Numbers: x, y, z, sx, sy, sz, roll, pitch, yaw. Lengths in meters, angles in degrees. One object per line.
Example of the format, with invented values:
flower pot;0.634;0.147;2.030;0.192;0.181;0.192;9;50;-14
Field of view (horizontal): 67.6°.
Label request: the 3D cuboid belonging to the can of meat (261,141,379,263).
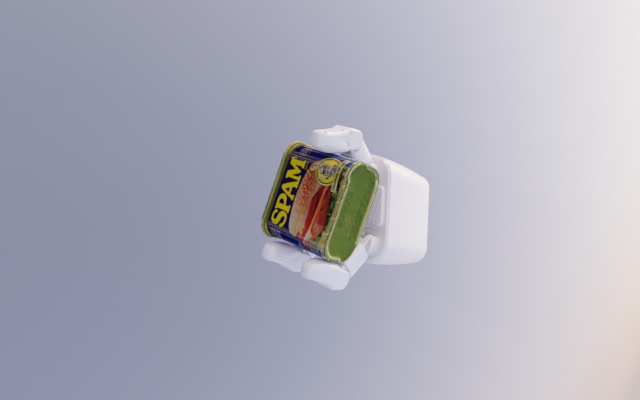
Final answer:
can of meat;0.000;0.002;0.466;0.084;0.102;0.057;20;2;38
